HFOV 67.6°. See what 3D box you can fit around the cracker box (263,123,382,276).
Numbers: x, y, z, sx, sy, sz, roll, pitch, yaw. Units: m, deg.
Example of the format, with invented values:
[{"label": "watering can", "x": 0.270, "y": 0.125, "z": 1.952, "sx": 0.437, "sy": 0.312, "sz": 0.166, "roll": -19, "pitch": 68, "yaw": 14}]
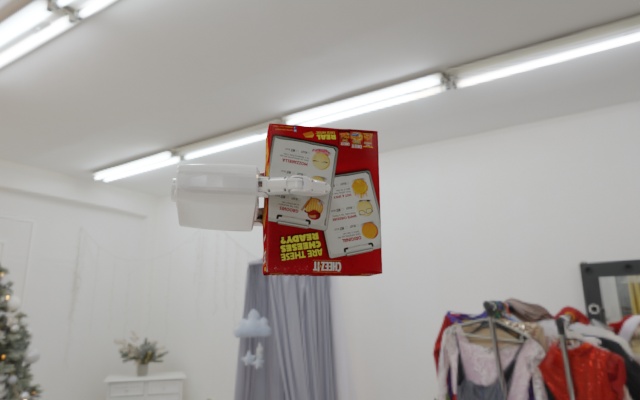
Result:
[{"label": "cracker box", "x": 0.000, "y": 0.002, "z": 0.698, "sx": 0.164, "sy": 0.213, "sz": 0.072, "roll": 2, "pitch": -13, "yaw": -11}]
